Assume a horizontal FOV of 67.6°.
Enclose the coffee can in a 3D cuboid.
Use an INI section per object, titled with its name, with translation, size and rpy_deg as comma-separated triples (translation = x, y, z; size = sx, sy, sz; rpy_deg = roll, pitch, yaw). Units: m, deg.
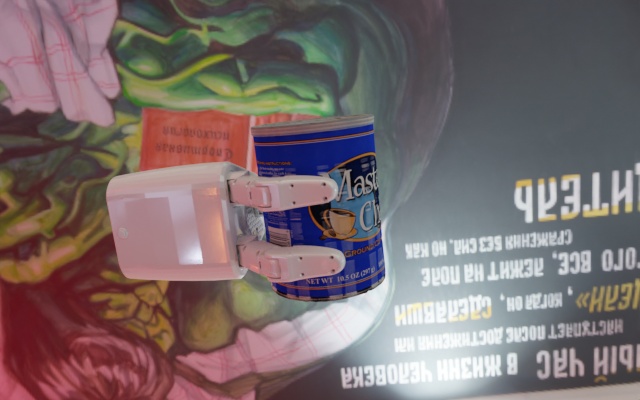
[coffee can]
translation = 0.000, 0.001, 0.411
size = 0.103, 0.140, 0.102
rpy_deg = -6, 12, 1
